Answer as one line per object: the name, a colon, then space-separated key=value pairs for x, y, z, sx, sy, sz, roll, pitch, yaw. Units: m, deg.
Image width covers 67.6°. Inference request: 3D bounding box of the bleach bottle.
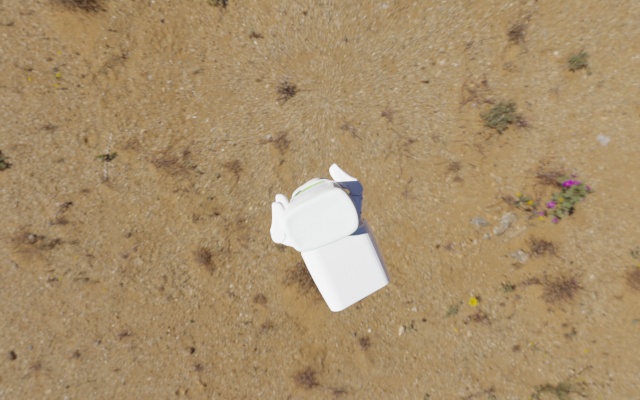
bleach bottle: x=0.000 y=0.002 z=0.737 sx=0.102 sy=0.068 sz=0.250 roll=-24 pitch=11 yaw=6
